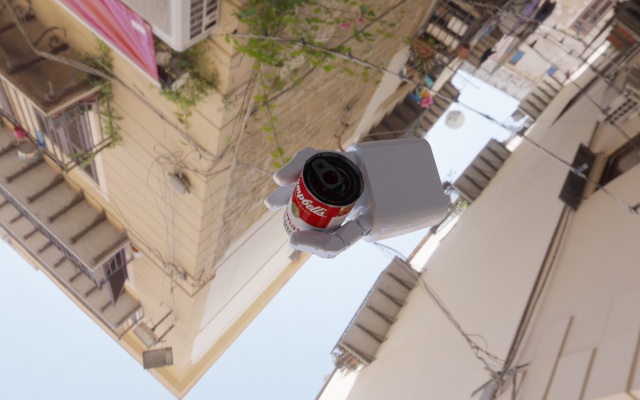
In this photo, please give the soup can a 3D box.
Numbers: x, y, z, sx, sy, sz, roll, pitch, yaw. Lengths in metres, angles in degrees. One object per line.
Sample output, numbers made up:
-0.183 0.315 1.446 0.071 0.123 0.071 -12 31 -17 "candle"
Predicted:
0.000 0.002 0.538 0.068 0.068 0.102 0 -30 -18 "soup can"
